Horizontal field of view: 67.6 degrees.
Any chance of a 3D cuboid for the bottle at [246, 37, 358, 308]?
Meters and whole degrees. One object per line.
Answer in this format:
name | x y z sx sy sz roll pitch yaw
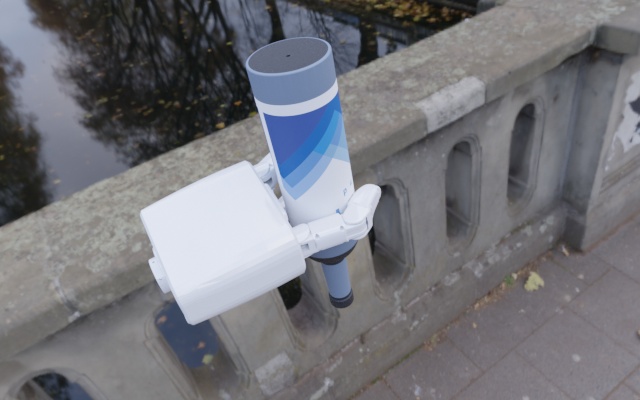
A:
bottle | 0.000 0.001 0.453 0.069 0.296 0.069 -7 39 6
